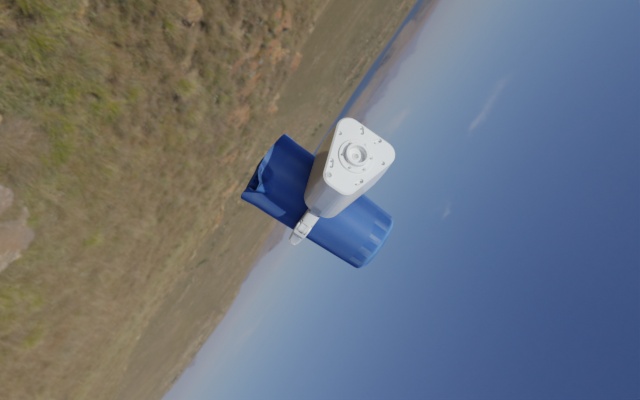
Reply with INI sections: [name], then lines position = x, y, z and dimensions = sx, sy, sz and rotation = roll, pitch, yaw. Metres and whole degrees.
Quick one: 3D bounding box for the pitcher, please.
[pitcher]
position = 0.000, 0.003, 0.819
dimensions = 0.243, 0.149, 0.145
rotation = 35, -24, -2
